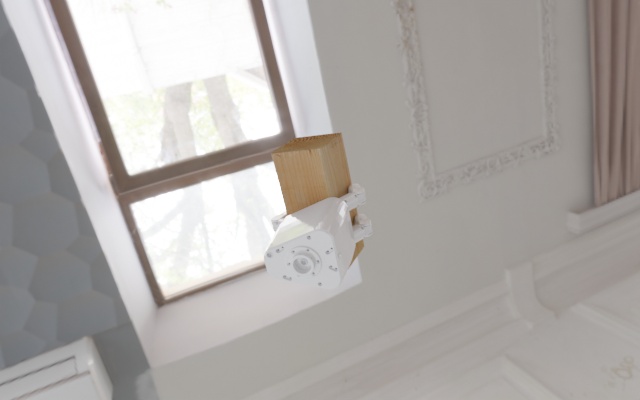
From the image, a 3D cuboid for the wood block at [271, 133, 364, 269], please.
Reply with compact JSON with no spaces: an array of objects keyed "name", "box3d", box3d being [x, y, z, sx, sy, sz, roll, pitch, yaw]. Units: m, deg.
[{"name":"wood block","box3d":[0.000,0.003,0.787,0.091,0.206,0.090,-2,22,26]}]
